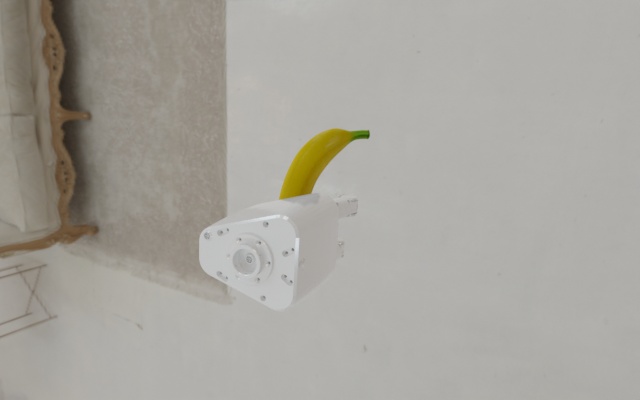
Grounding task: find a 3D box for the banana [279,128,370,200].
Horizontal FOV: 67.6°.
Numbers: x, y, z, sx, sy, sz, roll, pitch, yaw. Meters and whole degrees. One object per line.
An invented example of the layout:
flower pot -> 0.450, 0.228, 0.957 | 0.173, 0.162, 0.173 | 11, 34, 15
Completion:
banana -> -0.015, -0.010, 0.581 | 0.069, 0.198, 0.037 | 29, 14, 5
